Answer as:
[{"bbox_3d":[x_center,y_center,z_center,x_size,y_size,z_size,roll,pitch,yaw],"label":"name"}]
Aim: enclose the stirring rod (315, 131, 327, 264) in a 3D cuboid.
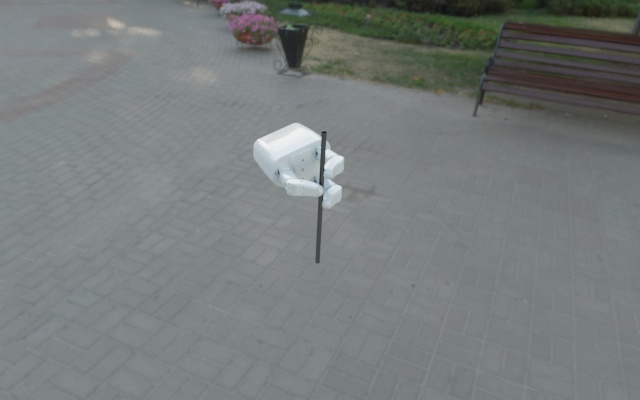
[{"bbox_3d":[0.000,0.003,0.776,0.011,0.240,0.011,2,29,-1],"label":"stirring rod"}]
